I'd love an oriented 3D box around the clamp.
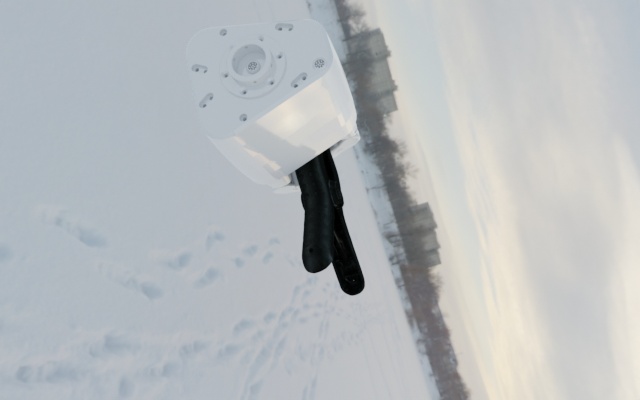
[{"bbox_3d":[0.001,0.001,0.439,0.039,0.171,0.120,-18,-16,8],"label":"clamp"}]
